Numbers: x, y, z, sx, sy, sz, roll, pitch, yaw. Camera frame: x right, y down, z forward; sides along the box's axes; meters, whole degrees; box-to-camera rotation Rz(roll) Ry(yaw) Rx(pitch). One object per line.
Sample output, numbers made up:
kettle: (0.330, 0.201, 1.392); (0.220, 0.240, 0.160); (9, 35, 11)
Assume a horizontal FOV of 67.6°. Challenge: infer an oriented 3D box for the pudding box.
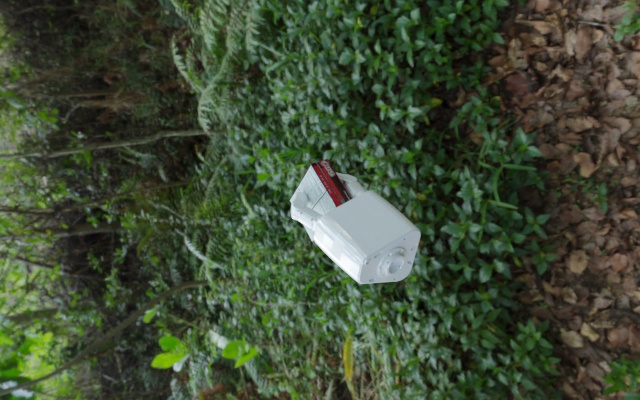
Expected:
pudding box: (0.000, 0.003, 0.764); (0.039, 0.090, 0.113); (-16, -24, -34)
